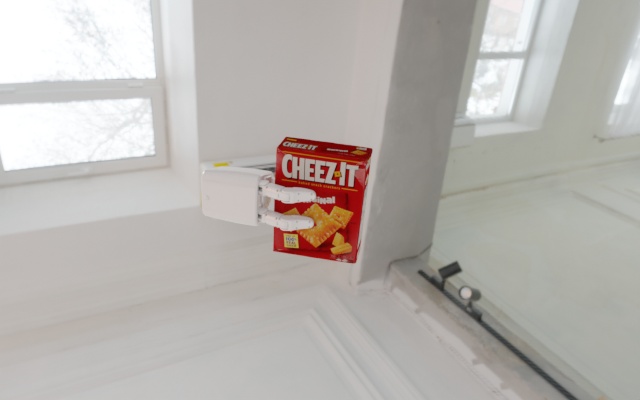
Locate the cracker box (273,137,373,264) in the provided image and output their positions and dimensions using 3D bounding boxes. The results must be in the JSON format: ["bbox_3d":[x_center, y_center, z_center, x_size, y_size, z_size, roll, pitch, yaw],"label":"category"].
[{"bbox_3d":[0.000,0.003,0.881,0.164,0.214,0.072,9,26,9],"label":"cracker box"}]
